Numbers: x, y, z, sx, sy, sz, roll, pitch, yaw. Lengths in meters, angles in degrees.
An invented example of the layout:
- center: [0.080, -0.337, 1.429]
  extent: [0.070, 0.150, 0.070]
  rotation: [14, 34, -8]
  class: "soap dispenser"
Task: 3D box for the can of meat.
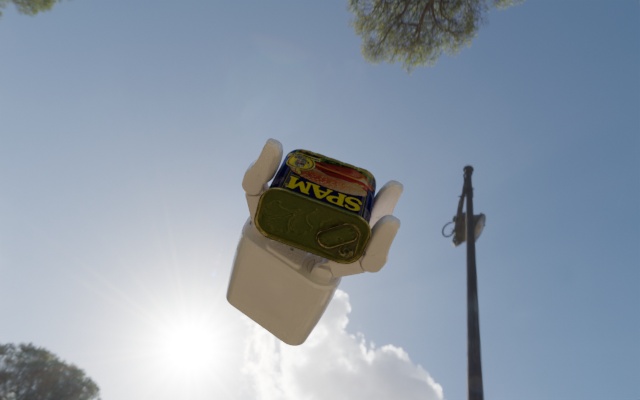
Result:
- center: [0.000, 0.001, 0.450]
  extent: [0.102, 0.057, 0.084]
  rotation: [19, 36, 0]
  class: "can of meat"
